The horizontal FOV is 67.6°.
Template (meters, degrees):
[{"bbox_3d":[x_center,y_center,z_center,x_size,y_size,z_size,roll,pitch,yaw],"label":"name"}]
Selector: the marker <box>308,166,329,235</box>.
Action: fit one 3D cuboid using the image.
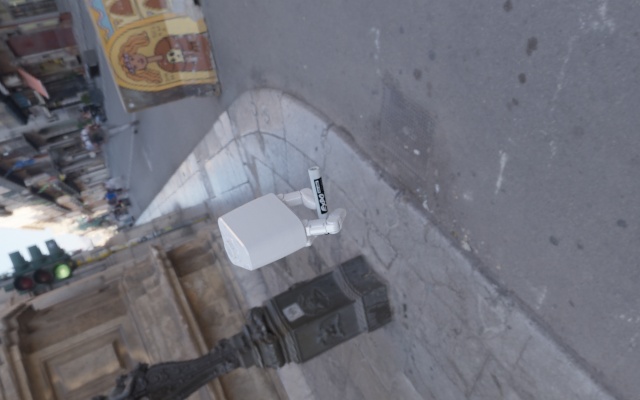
[{"bbox_3d":[0.000,0.003,0.790,0.020,0.121,0.020,-9,25,4],"label":"marker"}]
